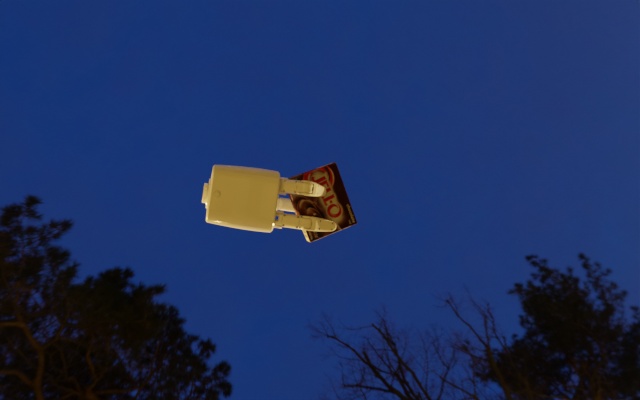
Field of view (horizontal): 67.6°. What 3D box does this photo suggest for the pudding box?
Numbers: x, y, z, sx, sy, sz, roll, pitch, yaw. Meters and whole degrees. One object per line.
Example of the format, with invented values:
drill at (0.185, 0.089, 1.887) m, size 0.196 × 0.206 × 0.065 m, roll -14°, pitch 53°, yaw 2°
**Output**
pudding box at (0.000, 0.003, 0.804) m, size 0.090 × 0.113 × 0.039 m, roll -21°, pitch 5°, yaw -14°
